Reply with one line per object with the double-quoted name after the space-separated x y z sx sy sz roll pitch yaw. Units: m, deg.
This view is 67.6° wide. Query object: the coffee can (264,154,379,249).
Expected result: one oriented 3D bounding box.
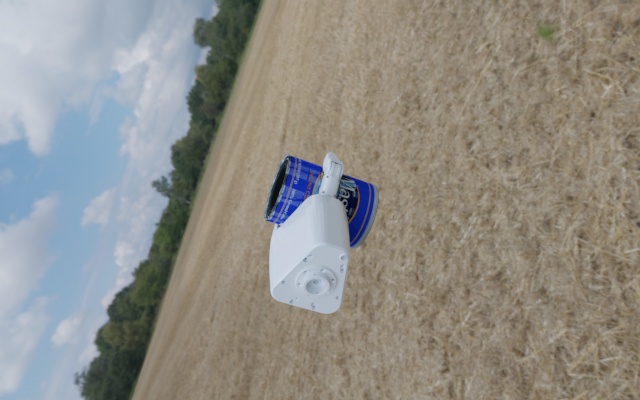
0.000 0.002 0.703 0.140 0.103 0.103 19 -5 -14 "coffee can"
